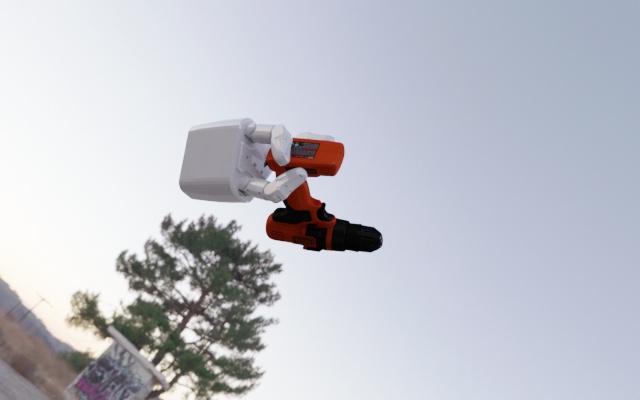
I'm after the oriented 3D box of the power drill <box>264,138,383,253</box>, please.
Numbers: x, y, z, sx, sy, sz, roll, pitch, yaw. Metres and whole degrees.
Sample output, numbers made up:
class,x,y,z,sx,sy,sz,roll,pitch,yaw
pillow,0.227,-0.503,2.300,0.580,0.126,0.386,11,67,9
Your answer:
class,x,y,z,sx,sy,sz,roll,pitch,yaw
power drill,0.000,0.002,0.691,0.184,0.188,0.057,6,43,11
